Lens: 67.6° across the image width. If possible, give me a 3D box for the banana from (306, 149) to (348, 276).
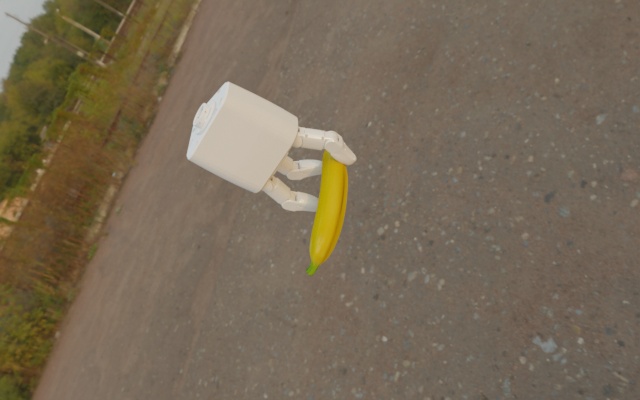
[{"bbox_3d":[0.010,0.001,0.659,0.037,0.197,0.069,23,-24,-27],"label":"banana"}]
